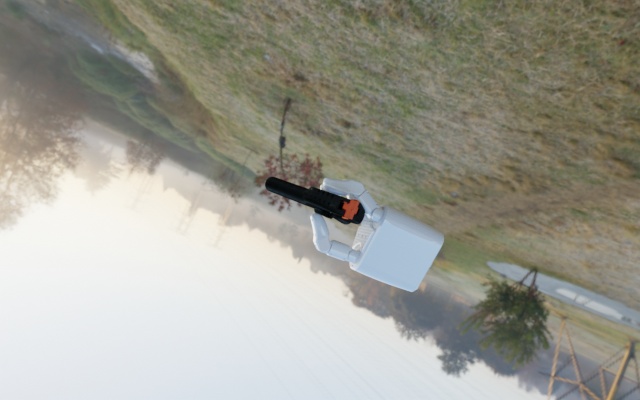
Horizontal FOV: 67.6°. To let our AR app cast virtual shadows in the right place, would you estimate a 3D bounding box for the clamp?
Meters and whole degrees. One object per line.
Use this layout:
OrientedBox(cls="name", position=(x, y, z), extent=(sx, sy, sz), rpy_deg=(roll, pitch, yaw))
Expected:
OrientedBox(cls="clamp", position=(0.000, 0.003, 0.723), extent=(0.164, 0.036, 0.210), rpy_deg=(23, -4, -11))
